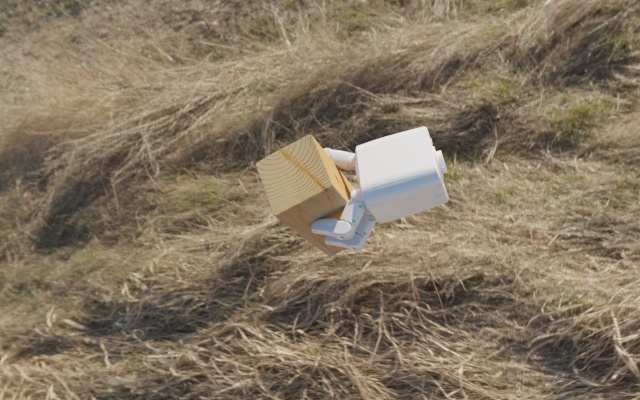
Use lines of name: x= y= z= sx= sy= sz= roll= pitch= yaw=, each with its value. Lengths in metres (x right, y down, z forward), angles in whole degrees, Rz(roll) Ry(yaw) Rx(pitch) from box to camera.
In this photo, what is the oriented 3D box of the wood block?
wood block: x=0.000 y=0.002 z=0.714 sx=0.090 sy=0.090 sz=0.206 roll=-27 pitch=-29 yaw=10
